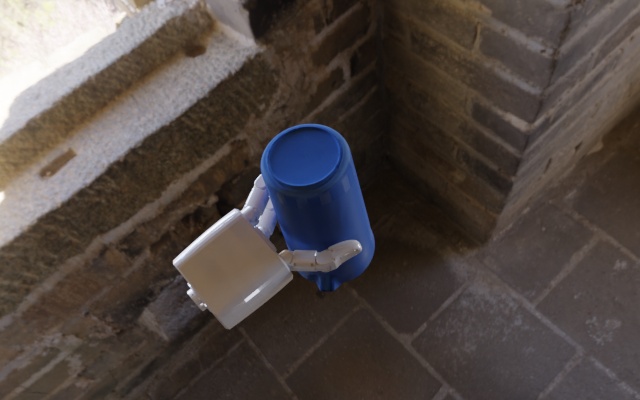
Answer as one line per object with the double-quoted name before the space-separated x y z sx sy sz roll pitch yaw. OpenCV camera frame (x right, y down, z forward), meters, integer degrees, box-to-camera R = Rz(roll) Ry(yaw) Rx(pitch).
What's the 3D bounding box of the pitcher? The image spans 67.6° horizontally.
"pitcher" 0.000 0.002 0.657 0.145 0.149 0.243 -38 -31 -14
